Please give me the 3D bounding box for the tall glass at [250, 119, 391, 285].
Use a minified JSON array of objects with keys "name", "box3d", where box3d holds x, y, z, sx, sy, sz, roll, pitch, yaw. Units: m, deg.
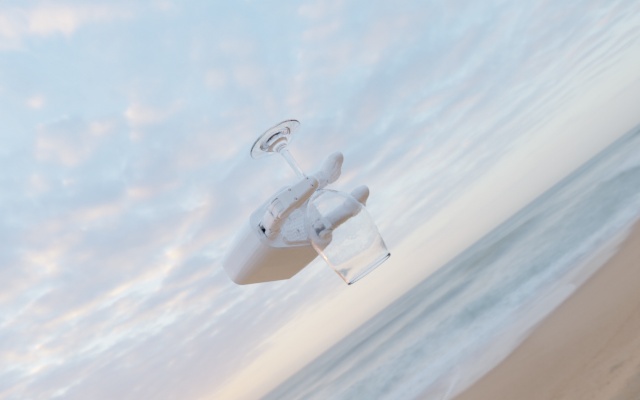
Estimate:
[{"name":"tall glass","box3d":[0.000,0.001,0.572,0.079,0.201,0.079,-34,-15,-10]}]
